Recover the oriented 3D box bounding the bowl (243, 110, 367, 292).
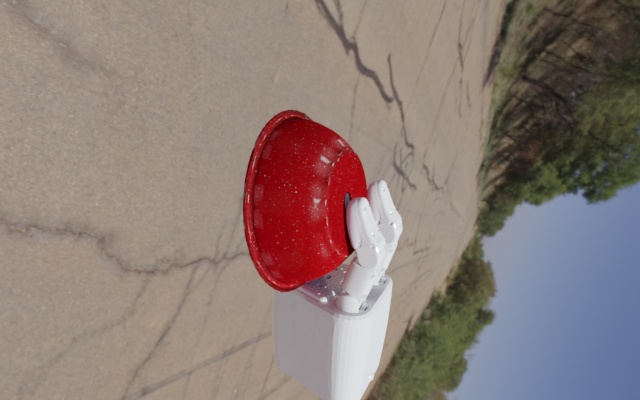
[{"bbox_3d":[0.000,0.000,0.415,0.055,0.162,0.162,2,1,26],"label":"bowl"}]
